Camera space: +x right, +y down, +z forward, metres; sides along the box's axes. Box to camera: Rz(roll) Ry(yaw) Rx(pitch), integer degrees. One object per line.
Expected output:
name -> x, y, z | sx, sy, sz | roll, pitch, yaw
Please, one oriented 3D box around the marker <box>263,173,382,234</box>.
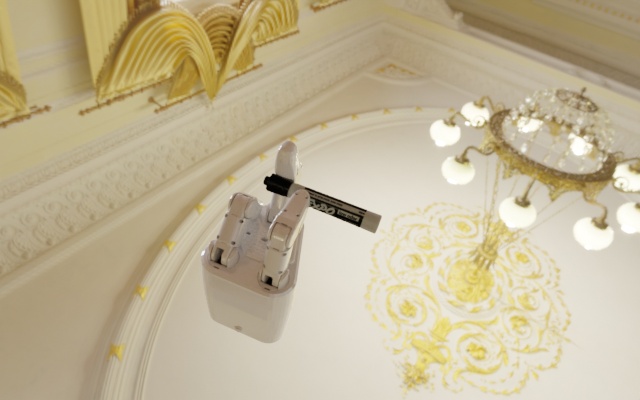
marker -> 0.000, 0.001, 0.464 | 0.121, 0.020, 0.020 | 21, 4, 10
